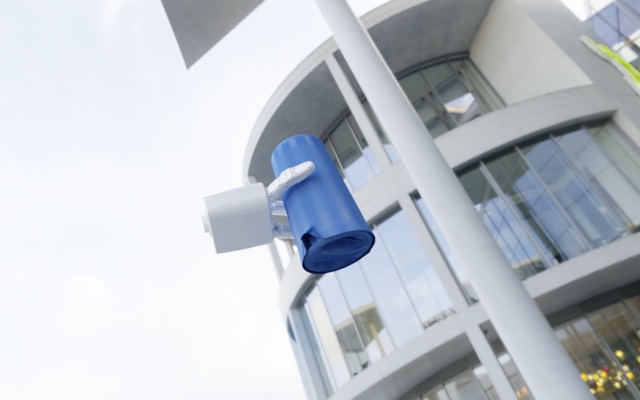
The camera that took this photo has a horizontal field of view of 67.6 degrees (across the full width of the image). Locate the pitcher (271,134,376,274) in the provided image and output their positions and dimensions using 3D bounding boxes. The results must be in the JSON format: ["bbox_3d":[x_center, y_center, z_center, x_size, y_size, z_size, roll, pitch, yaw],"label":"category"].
[{"bbox_3d":[0.000,0.003,0.868,0.145,0.242,0.149,-15,-33,-12],"label":"pitcher"}]
